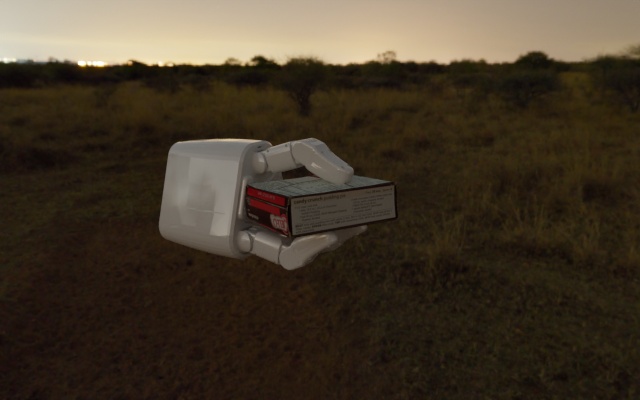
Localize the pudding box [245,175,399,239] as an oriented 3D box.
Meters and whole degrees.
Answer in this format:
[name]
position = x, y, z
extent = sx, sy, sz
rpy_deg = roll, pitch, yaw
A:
[pudding box]
position = 0.000, 0.001, 0.434
extent = 0.113, 0.039, 0.090
rpy_deg = -10, 14, -29
